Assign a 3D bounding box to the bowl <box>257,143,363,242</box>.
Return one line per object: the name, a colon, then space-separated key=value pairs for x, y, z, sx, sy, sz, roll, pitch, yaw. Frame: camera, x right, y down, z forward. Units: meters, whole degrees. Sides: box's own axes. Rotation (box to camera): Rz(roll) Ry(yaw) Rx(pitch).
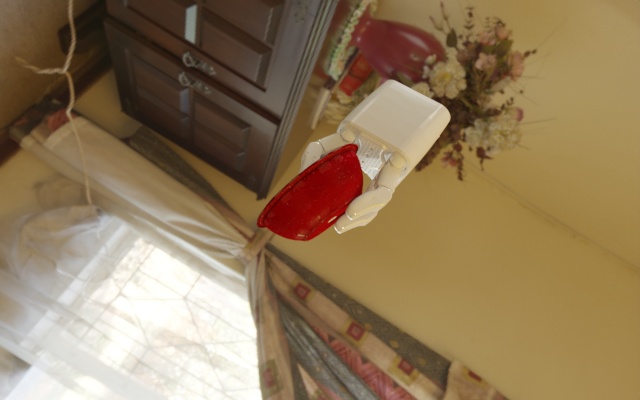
bowl: x=-0.001 y=0.003 z=0.598 sx=0.162 sy=0.055 sz=0.162 roll=-37 pitch=-10 yaw=-7
